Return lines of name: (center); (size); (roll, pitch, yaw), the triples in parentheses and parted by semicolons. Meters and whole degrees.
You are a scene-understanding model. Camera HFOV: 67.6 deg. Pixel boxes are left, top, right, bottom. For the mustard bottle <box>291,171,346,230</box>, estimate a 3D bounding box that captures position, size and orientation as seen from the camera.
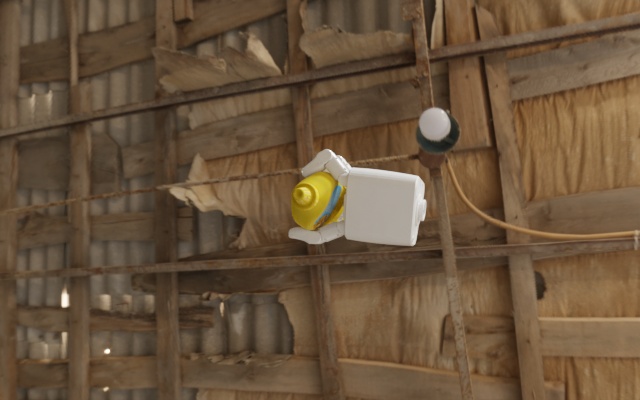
mustard bottle: (0.000, 0.002, 0.774); (0.058, 0.096, 0.191); (33, 5, 19)
